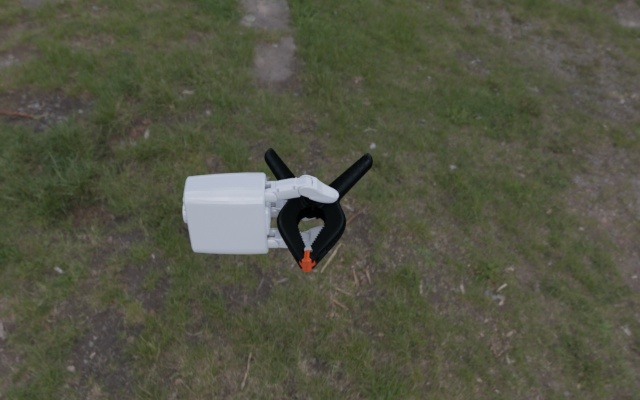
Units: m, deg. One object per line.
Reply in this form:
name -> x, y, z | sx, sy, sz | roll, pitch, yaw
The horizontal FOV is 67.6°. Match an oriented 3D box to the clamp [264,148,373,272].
clamp -> 0.000, 0.002, 0.675 | 0.164, 0.209, 0.036 | -3, -38, 0
